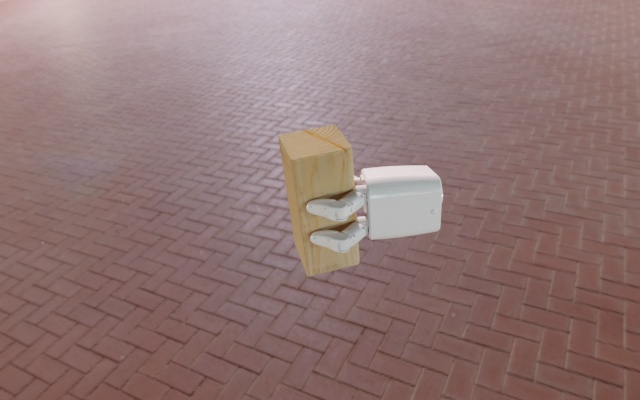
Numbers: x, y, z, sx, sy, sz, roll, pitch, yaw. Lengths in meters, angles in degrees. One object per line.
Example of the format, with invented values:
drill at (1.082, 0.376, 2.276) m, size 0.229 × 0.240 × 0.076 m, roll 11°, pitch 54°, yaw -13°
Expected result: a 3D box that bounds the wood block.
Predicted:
wood block at (0.000, 0.002, 0.731) m, size 0.090 × 0.206 × 0.090 m, roll -12°, pitch 33°, yaw -10°
